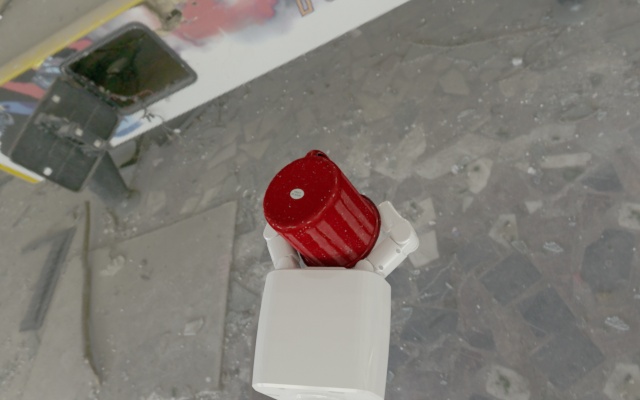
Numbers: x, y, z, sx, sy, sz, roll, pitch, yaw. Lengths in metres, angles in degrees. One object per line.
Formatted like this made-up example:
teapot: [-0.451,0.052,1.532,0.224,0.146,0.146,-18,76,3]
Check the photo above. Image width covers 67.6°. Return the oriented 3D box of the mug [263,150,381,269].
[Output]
mug: [0.000,0.000,0.460,0.093,0.117,0.081,-13,-37,25]
